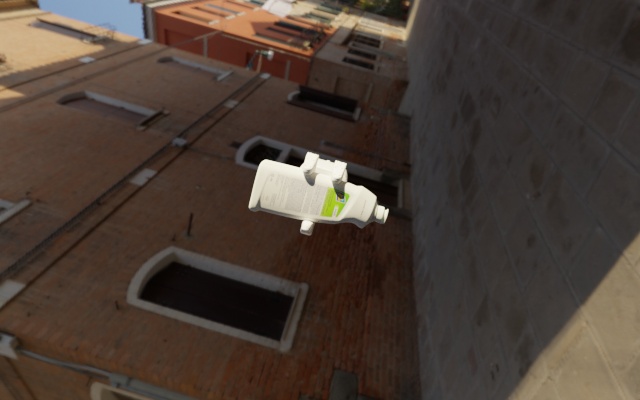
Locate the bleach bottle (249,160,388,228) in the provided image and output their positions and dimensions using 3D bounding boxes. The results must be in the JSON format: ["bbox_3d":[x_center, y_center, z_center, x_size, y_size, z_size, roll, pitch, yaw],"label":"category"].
[{"bbox_3d":[0.000,0.003,0.898,0.251,0.102,0.068,16,15,1],"label":"bleach bottle"}]
